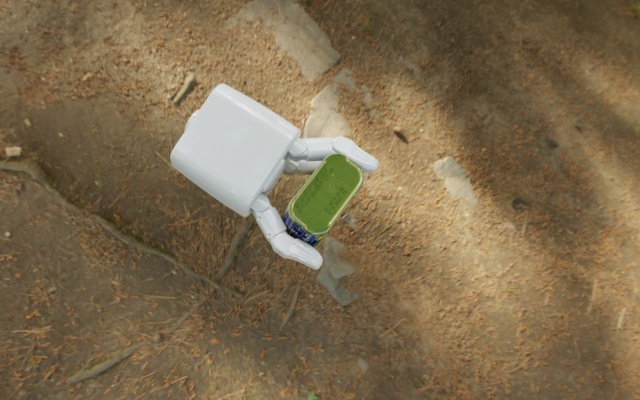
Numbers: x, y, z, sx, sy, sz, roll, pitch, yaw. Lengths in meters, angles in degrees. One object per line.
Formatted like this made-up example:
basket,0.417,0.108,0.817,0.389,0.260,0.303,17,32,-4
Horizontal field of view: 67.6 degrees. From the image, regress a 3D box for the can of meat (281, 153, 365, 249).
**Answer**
can of meat,0.000,0.002,0.548,0.057,0.102,0.084,37,-19,1
